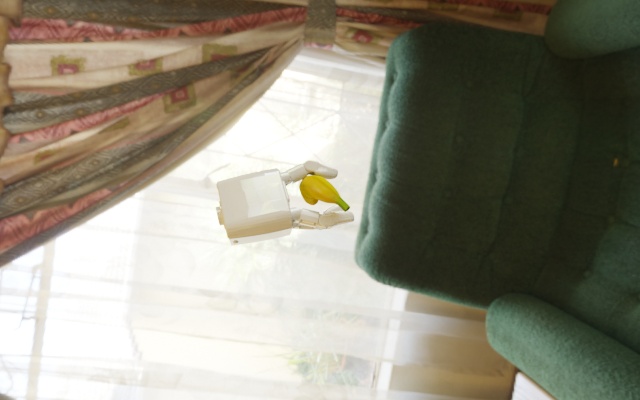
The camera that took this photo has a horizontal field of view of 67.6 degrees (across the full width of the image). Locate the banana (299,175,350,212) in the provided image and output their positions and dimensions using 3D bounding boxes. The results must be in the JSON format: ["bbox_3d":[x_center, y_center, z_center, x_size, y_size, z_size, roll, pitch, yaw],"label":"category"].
[{"bbox_3d":[-0.008,-0.013,0.824,0.037,0.069,0.198,-33,12,-11],"label":"banana"}]
